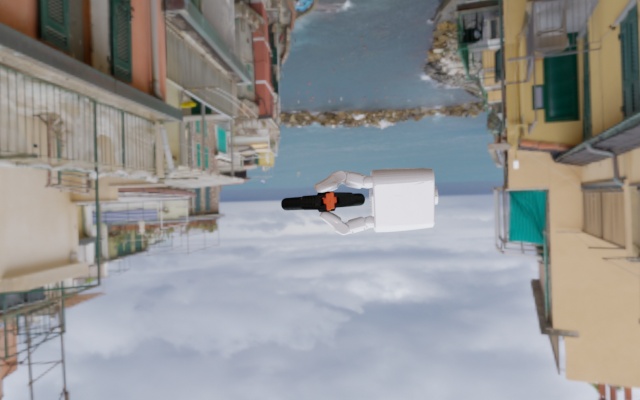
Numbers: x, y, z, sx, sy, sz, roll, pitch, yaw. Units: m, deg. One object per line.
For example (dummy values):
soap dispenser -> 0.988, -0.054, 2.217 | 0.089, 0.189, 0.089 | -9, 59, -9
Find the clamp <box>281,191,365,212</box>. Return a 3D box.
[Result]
clamp -> 0.000, 0.004, 0.854 | 0.164, 0.036, 0.210 | -5, 0, 4
